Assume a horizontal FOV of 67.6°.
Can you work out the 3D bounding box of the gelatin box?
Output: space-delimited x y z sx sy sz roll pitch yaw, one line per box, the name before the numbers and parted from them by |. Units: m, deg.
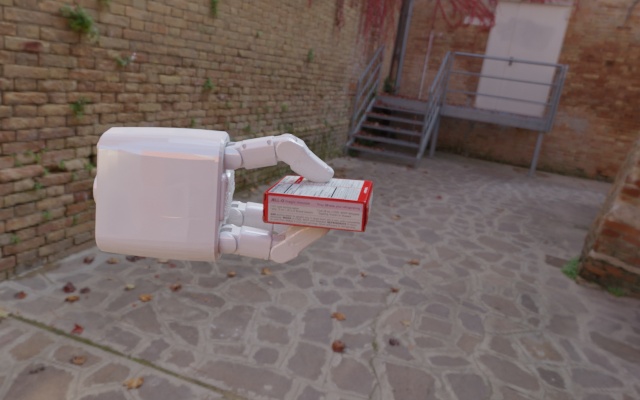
gelatin box | 0.000 0.001 0.429 0.089 0.030 0.073 4 16 9
